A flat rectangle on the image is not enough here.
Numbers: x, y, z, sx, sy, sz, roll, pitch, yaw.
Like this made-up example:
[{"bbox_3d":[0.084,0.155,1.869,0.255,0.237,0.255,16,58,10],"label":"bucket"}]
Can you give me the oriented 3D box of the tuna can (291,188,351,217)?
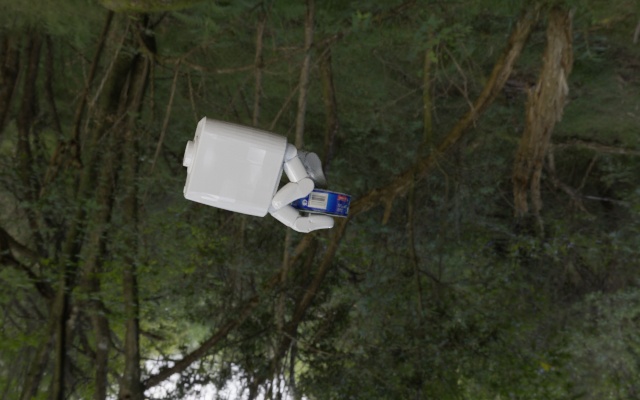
[{"bbox_3d":[0.000,0.003,0.691,0.086,0.034,0.086,8,-3,0],"label":"tuna can"}]
